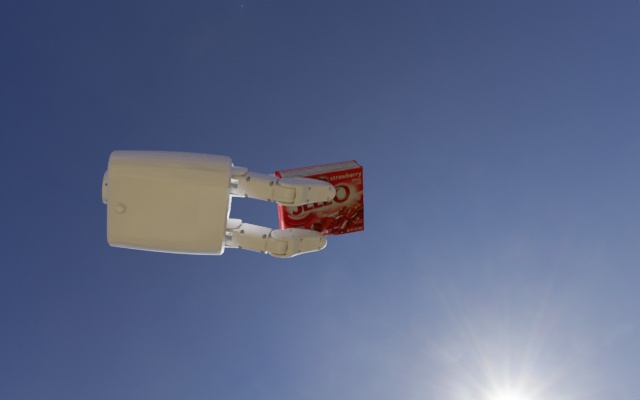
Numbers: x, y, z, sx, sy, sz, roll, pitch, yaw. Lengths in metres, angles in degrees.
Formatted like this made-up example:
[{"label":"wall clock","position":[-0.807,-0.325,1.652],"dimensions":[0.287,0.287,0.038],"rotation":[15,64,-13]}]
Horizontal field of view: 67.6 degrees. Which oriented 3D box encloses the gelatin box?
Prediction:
[{"label":"gelatin box","position":[0.000,0.001,0.498],"dimensions":[0.089,0.073,0.030],"rotation":[-9,25,-13]}]
